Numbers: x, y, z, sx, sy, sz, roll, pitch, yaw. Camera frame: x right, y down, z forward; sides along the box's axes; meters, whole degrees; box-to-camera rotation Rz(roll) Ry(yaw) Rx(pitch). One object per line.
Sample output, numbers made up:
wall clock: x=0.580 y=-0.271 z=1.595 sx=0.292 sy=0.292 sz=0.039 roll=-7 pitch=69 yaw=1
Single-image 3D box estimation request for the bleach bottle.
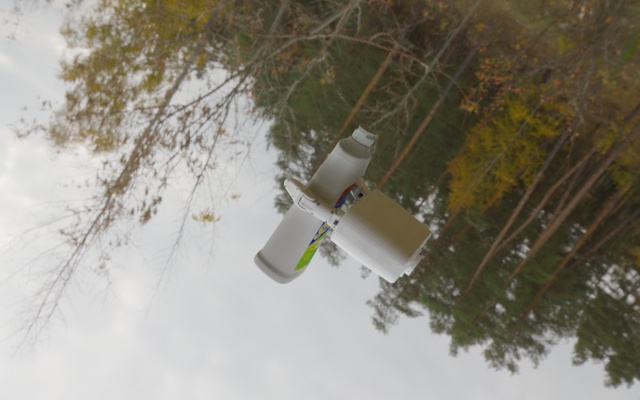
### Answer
bleach bottle: x=0.000 y=0.002 z=0.701 sx=0.068 sy=0.251 sz=0.102 roll=37 pitch=20 yaw=14
